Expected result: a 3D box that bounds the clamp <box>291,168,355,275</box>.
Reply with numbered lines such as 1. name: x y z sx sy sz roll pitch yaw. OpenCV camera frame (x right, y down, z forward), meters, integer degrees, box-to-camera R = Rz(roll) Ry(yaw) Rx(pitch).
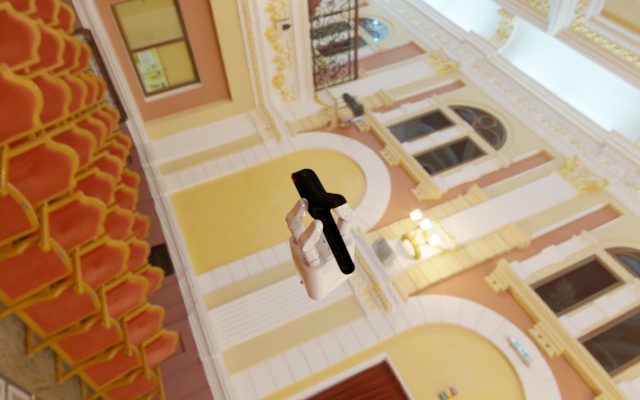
1. clamp: 0.001 0.002 0.796 0.036 0.165 0.209 -21 49 -14
